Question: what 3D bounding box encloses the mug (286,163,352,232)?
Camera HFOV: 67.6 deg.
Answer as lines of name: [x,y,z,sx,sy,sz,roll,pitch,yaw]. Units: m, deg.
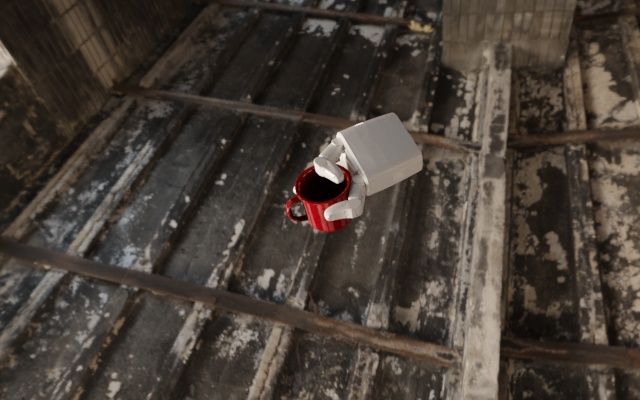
mug: [-0.001,0.003,0.792,0.117,0.082,0.093,-23,47,-7]
